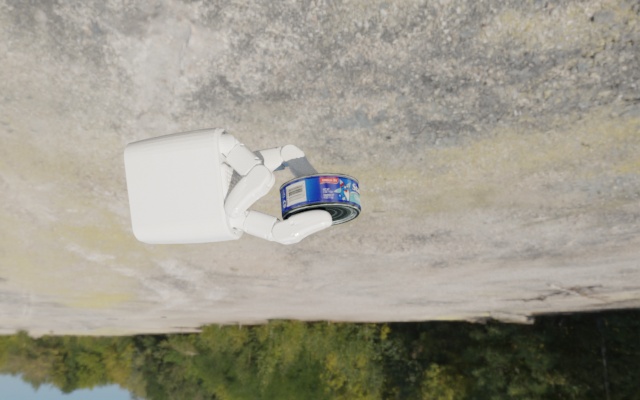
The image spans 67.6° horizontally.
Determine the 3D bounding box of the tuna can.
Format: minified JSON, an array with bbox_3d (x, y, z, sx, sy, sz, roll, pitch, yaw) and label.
[{"bbox_3d":[0.000,0.002,0.507,0.086,0.033,0.086,-5,-18,-2],"label":"tuna can"}]
